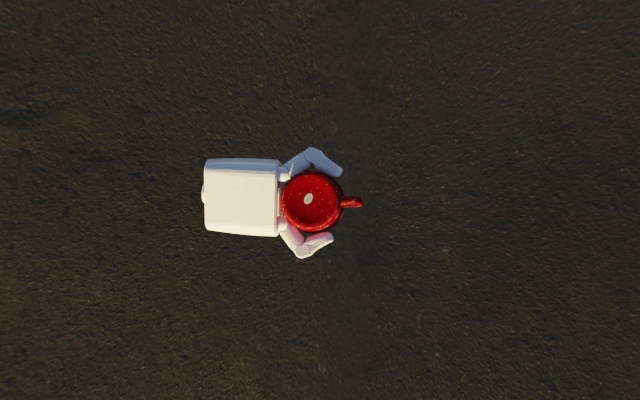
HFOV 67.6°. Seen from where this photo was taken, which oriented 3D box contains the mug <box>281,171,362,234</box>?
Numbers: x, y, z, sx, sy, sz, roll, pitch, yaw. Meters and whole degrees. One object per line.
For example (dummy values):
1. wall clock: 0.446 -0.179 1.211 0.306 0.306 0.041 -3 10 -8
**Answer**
1. mug: 0.002 0.002 0.675 0.117 0.093 0.081 3 -2 3
